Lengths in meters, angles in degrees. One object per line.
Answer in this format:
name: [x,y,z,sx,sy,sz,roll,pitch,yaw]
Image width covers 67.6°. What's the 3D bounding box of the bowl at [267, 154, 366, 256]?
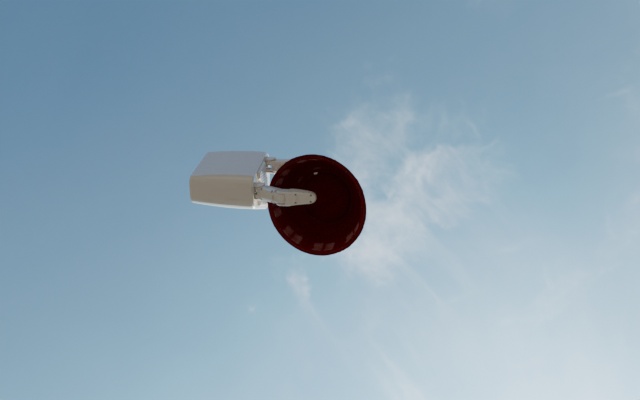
bowl: [0.001,0.003,0.753,0.162,0.162,0.055,0,15,20]
